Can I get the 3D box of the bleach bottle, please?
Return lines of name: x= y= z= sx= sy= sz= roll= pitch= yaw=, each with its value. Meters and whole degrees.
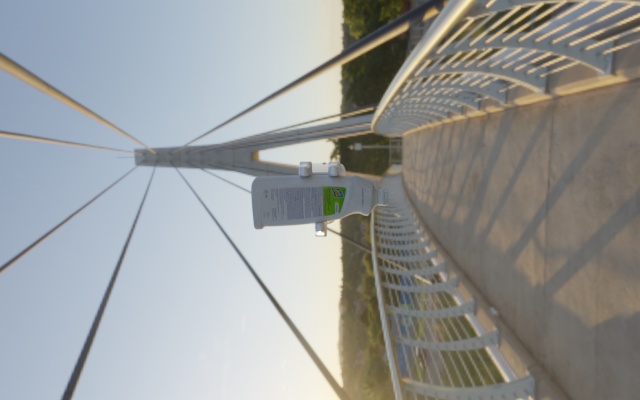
bleach bottle: x=0.000 y=0.003 z=0.898 sx=0.251 sy=0.103 sz=0.068 roll=0 pitch=19 yaw=4
